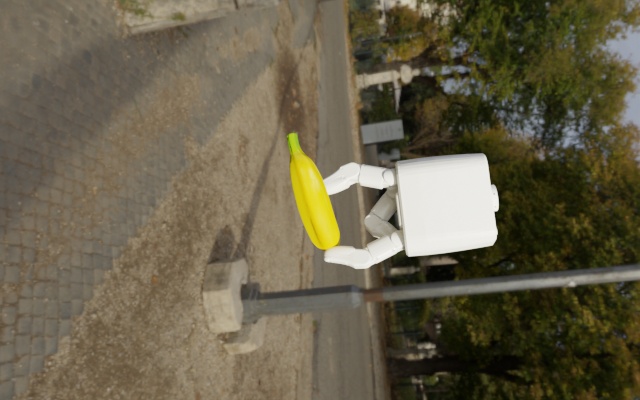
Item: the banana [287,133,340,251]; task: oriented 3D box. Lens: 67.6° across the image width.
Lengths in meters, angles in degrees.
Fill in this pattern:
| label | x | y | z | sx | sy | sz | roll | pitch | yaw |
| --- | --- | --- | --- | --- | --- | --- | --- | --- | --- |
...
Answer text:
| label | x | y | z | sx | sy | sz | roll | pitch | yaw |
| --- | --- | --- | --- | --- | --- | --- | --- | --- | --- |
| banana | -0.001 | 0.013 | 0.576 | 0.037 | 0.069 | 0.198 | -7 | -45 | 10 |
